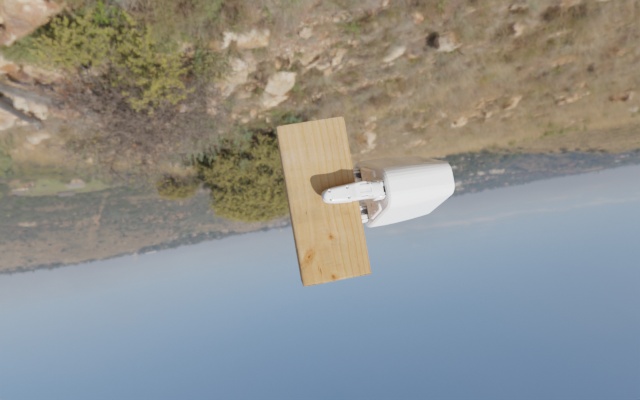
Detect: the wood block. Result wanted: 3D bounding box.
[{"bbox_3d":[0.001,0.002,0.646,0.090,0.206,0.091,-10,-3,-6],"label":"wood block"}]
